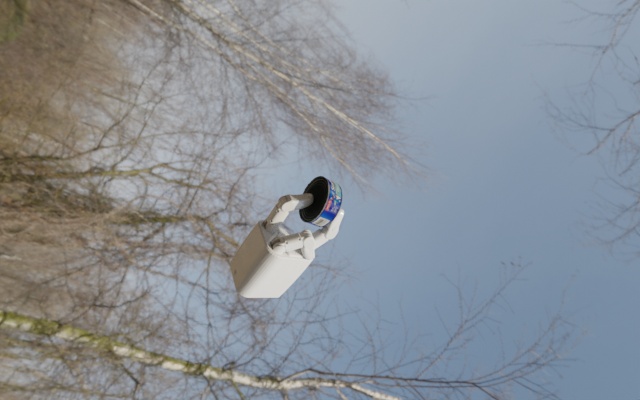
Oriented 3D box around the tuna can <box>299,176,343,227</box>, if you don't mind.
[{"bbox_3d":[0.001,0.003,0.836,0.034,0.086,0.086,23,-12,-31],"label":"tuna can"}]
